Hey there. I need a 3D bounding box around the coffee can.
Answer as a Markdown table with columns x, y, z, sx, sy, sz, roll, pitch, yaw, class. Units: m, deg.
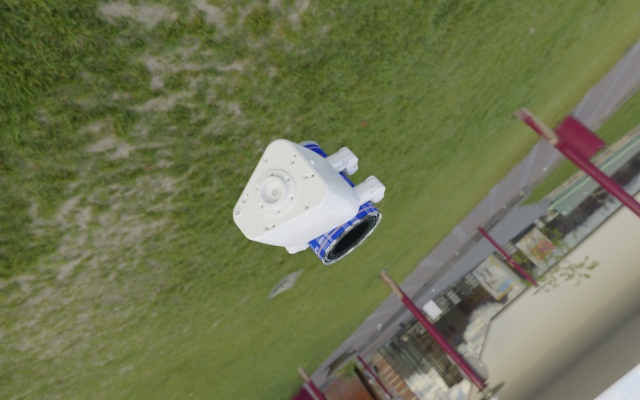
| x | y | z | sx | sy | sz | roll | pitch | yaw | class |
| --- | --- | --- | --- | --- | --- | --- | --- | --- | --- |
| 0.000 | 0.002 | 0.656 | 0.103 | 0.140 | 0.103 | -36 | -20 | -15 | coffee can |
